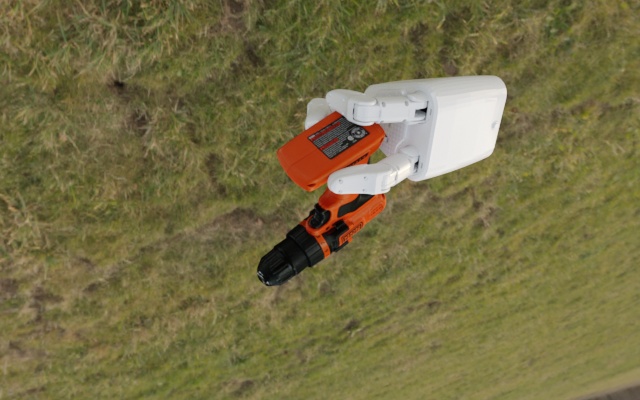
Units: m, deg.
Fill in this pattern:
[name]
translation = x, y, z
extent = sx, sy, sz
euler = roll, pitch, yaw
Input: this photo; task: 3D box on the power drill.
[power drill]
translation = 0.000, 0.001, 0.514
extent = 0.184, 0.057, 0.188
euler = -37, -25, -20
